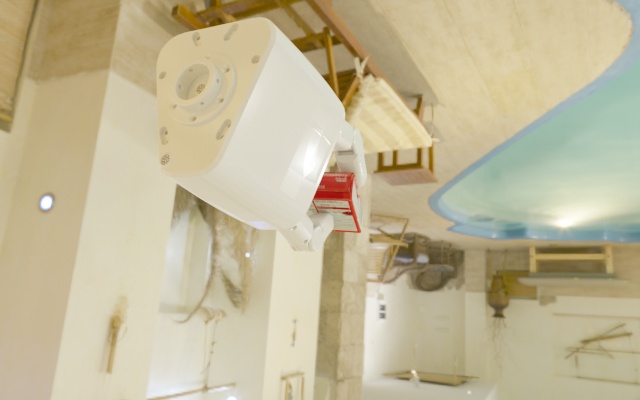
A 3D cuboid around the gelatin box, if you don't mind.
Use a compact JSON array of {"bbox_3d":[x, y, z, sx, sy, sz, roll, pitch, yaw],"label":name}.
[{"bbox_3d":[0.000,0.002,0.456,0.073,0.030,0.089,3,-23,13],"label":"gelatin box"}]
